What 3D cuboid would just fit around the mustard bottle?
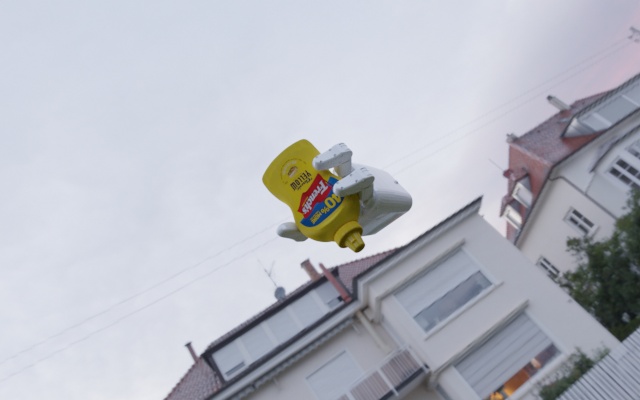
[{"bbox_3d":[0.000,0.002,0.681,0.191,0.096,0.058,50,3,31],"label":"mustard bottle"}]
